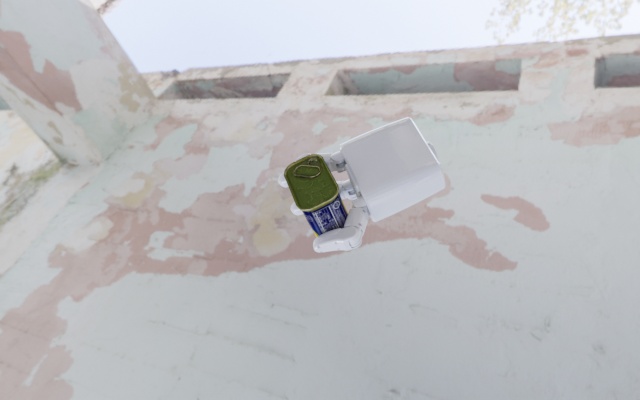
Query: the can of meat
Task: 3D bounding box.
[{"bbox_3d":[0.000,0.002,0.632,0.057,0.084,0.102,-26,41,0],"label":"can of meat"}]
